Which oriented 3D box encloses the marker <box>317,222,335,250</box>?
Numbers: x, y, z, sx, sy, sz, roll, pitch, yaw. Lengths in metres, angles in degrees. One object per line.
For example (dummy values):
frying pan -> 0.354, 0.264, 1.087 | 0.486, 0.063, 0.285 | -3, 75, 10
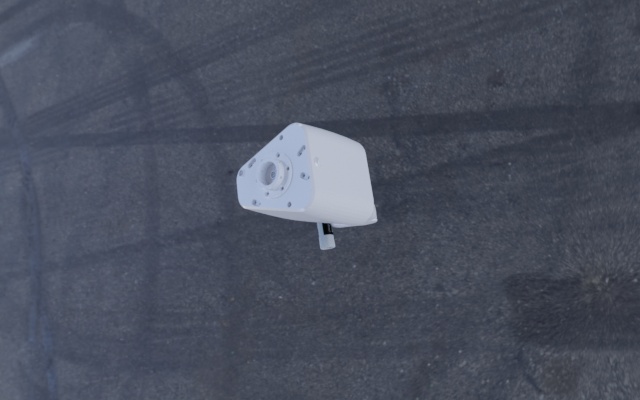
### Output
marker -> 0.000, 0.002, 0.612 | 0.020, 0.121, 0.020 | -8, -15, -2
